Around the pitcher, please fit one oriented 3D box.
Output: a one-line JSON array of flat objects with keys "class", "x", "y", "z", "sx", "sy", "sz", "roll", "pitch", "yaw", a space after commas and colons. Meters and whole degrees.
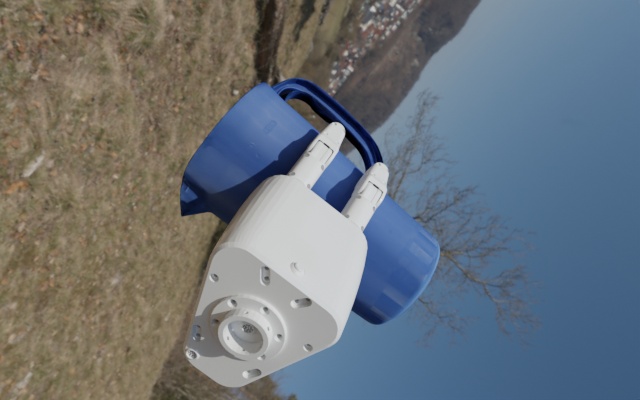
[{"class": "pitcher", "x": 0.000, "y": 0.002, "z": 0.473, "sx": 0.243, "sy": 0.149, "sz": 0.145, "roll": 39, "pitch": 24, "yaw": -6}]
